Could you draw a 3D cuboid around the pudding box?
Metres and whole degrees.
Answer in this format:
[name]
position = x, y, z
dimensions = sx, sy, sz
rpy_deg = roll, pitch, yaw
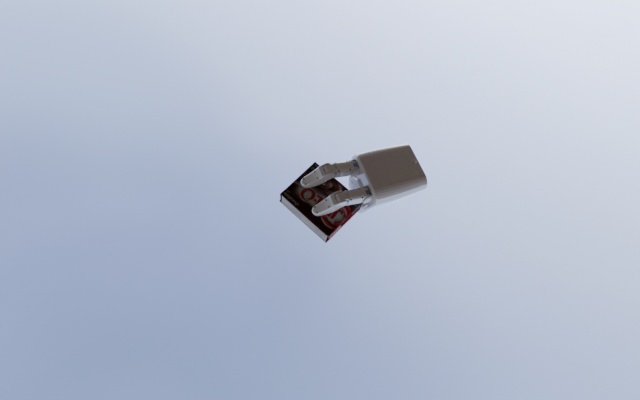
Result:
[pudding box]
position = 0.000, 0.003, 0.818
dimensions = 0.113, 0.090, 0.039
rpy_deg = 40, -25, 13
